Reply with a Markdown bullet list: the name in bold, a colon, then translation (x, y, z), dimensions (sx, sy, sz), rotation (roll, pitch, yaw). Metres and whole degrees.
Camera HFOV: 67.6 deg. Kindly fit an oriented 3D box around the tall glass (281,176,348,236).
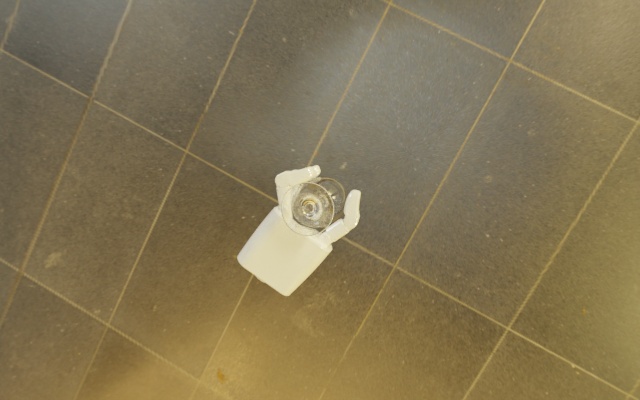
- **tall glass**: translation (0.000, 0.002, 0.745), dimensions (0.079, 0.079, 0.201), rotation (0, 6, 11)
